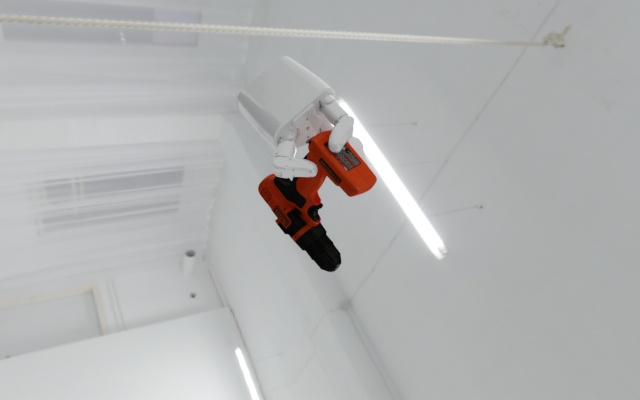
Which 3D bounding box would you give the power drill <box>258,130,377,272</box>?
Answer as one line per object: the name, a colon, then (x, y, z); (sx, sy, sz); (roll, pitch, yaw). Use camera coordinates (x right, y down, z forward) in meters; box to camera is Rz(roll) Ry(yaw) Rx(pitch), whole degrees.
power drill: (0.000, 0.002, 0.707); (0.057, 0.184, 0.188); (-34, -9, -45)
